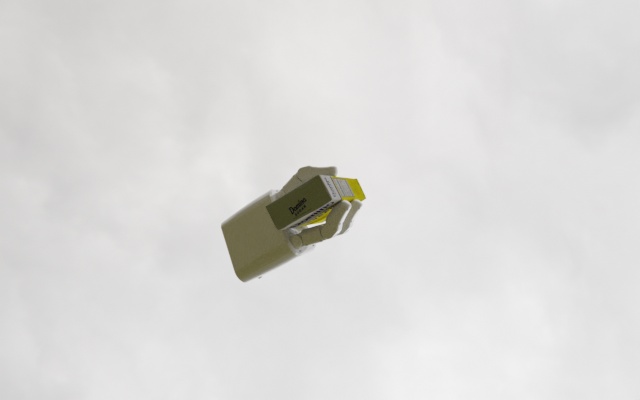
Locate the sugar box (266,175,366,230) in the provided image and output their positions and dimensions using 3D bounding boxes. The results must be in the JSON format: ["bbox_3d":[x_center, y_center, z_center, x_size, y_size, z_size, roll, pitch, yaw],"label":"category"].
[{"bbox_3d":[0.000,0.003,0.715,0.093,0.048,0.176,-30,-7,19],"label":"sugar box"}]
